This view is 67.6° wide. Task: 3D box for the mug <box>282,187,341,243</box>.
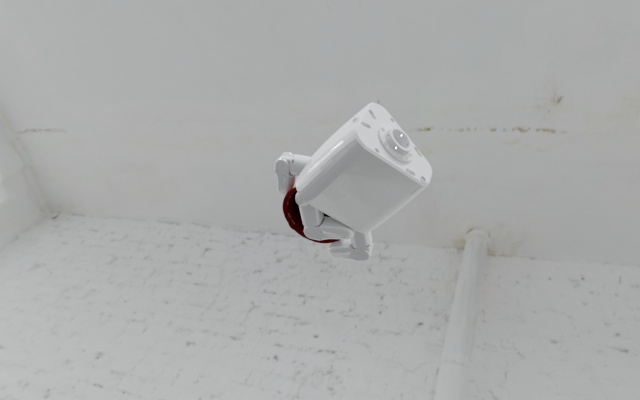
[{"bbox_3d":[-0.001,0.003,0.648,0.117,0.093,0.081,-37,14,39],"label":"mug"}]
